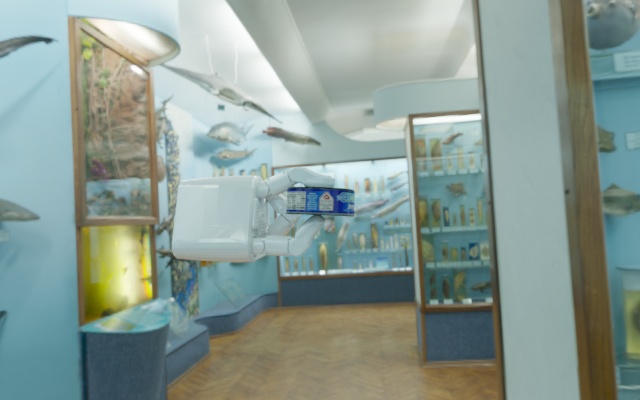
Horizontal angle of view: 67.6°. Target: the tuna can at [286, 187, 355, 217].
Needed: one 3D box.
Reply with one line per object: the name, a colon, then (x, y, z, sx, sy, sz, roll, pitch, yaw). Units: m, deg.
tuna can: (0.000, 0.001, 0.594, 0.086, 0.034, 0.086, 2, -2, 0)
